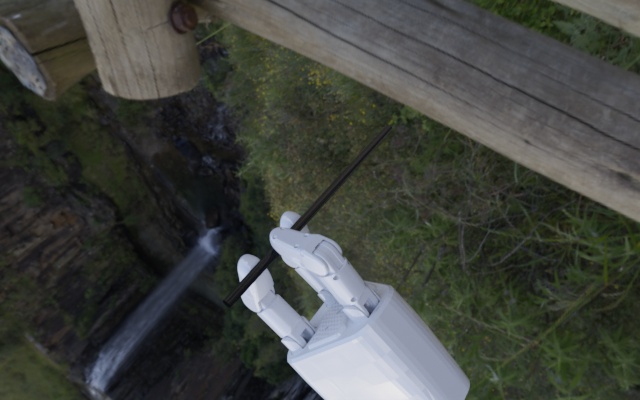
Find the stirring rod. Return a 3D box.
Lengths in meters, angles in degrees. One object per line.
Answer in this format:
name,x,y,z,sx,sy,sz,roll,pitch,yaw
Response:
stirring rod,0.000,0.001,0.413,0.011,0.011,0.239,0,38,46
